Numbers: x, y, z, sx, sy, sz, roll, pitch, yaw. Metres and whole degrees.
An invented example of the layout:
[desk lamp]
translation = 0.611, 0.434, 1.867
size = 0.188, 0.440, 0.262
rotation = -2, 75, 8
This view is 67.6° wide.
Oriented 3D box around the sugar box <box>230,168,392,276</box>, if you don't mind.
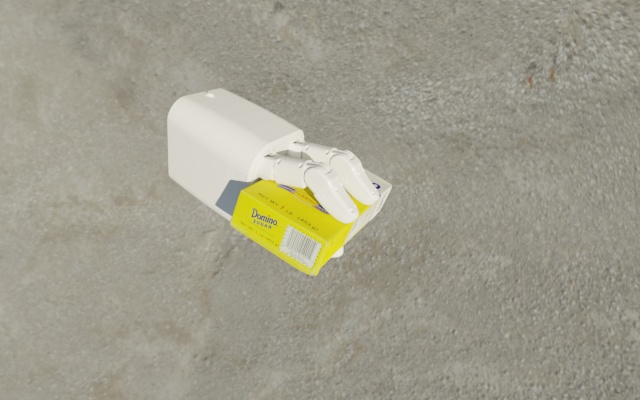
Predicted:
[sugar box]
translation = 0.000, 0.001, 0.481
size = 0.093, 0.048, 0.176
rotation = 31, 31, 13
